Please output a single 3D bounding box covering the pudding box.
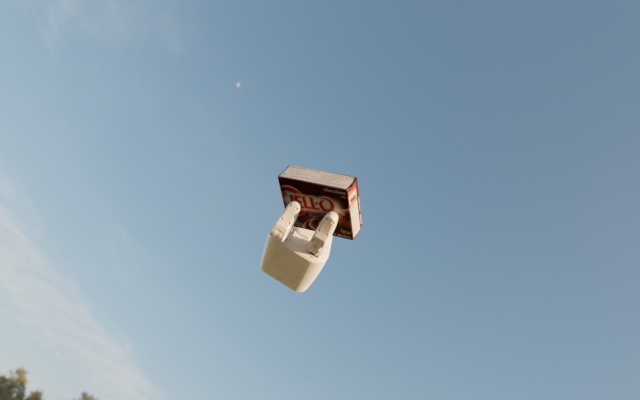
[{"bbox_3d":[0.000,0.002,0.683,0.113,0.090,0.039,10,41,24],"label":"pudding box"}]
